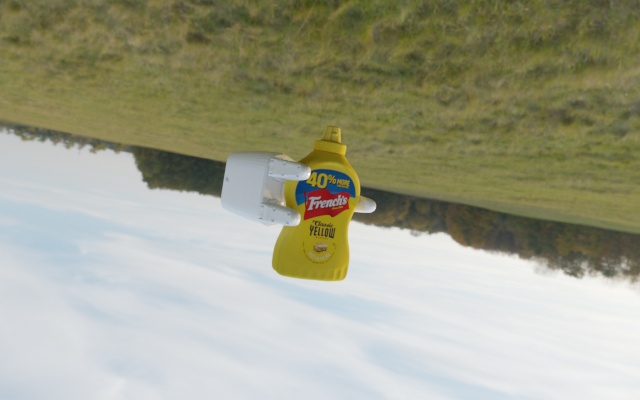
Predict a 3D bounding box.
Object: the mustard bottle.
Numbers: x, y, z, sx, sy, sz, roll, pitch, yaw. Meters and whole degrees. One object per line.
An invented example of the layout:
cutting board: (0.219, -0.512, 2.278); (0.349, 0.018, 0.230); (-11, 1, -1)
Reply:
mustard bottle: (0.000, 0.002, 0.601); (0.096, 0.191, 0.058); (9, 2, -19)
